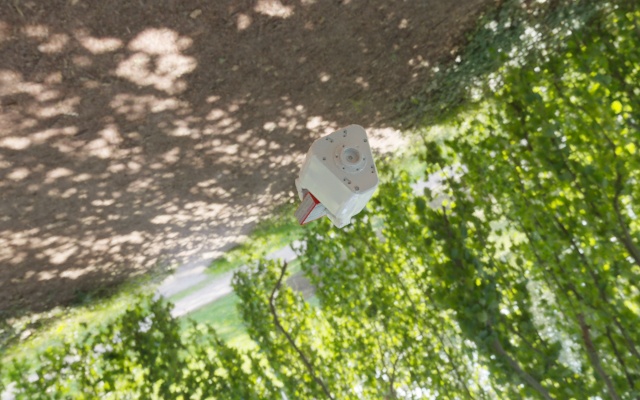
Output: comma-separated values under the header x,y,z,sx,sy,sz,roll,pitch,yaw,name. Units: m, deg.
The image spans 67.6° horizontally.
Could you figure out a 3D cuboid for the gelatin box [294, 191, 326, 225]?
x,y,z,sx,sy,sz,roll,pitch,yaw,name
0.000,0.003,0.852,0.073,0.030,0.089,-22,-19,-31,gelatin box
